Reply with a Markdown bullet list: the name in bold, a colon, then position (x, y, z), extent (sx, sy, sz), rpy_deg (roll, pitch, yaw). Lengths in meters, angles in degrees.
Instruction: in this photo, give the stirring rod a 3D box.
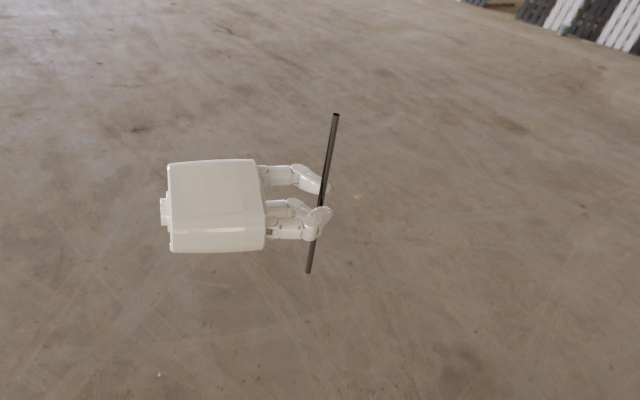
- **stirring rod**: position (0.000, 0.002, 0.602), extent (0.011, 0.240, 0.011), rpy_deg (7, 34, -5)
